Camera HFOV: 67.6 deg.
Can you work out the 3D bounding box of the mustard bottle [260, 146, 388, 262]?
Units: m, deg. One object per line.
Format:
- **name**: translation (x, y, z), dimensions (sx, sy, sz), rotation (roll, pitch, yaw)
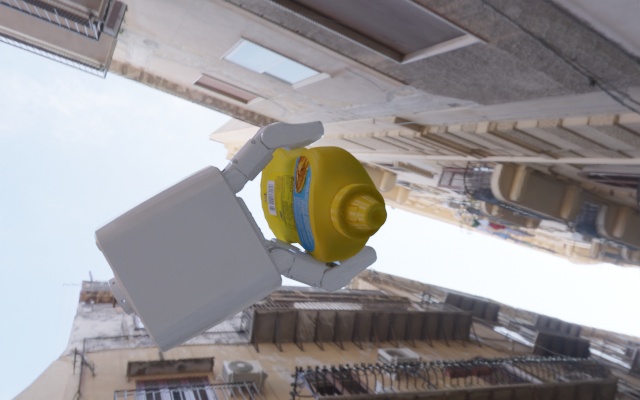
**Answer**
- **mustard bottle**: translation (0.000, 0.001, 0.411), dimensions (0.058, 0.096, 0.191), rotation (-4, 7, -23)
